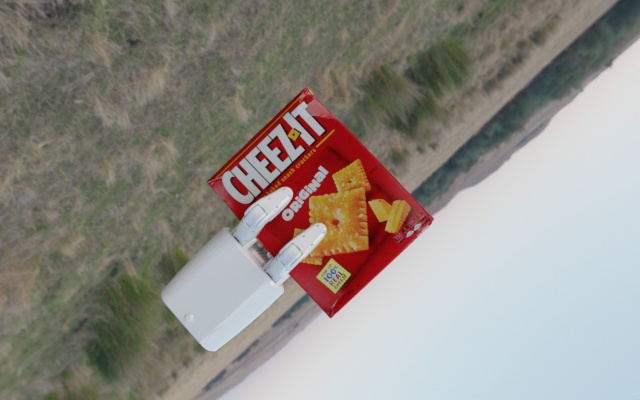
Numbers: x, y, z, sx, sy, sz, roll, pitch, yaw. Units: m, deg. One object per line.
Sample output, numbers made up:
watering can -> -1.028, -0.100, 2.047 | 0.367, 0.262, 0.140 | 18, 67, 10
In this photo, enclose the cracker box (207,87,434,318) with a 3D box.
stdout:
cracker box -> 0.000, 0.002, 0.563 | 0.164, 0.213, 0.072 | -43, -5, 2
